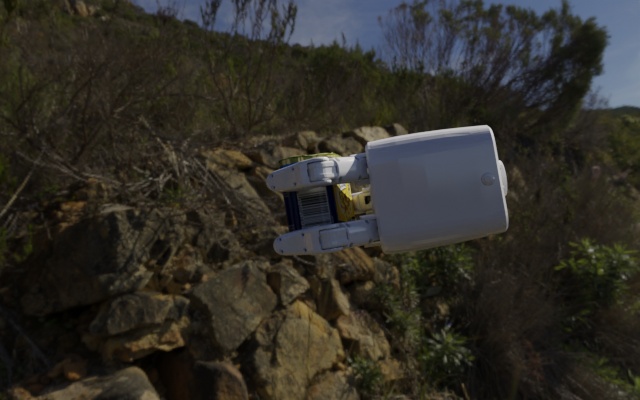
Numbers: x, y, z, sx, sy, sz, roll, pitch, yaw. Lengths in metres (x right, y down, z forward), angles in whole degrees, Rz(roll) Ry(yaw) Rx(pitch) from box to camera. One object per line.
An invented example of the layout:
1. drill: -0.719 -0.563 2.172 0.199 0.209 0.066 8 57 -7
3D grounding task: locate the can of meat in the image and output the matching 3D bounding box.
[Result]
1. can of meat: 0.000 0.001 0.460 0.057 0.084 0.102 -9 -2 13
